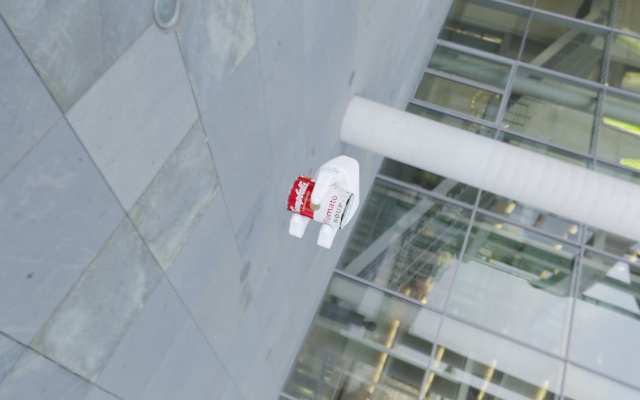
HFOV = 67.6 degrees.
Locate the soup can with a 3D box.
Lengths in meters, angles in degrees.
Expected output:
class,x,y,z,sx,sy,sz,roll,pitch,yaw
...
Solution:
class,x,y,z,sx,sy,sz,roll,pitch,yaw
soup can,0.000,0.003,0.822,0.102,0.068,0.068,20,4,11
